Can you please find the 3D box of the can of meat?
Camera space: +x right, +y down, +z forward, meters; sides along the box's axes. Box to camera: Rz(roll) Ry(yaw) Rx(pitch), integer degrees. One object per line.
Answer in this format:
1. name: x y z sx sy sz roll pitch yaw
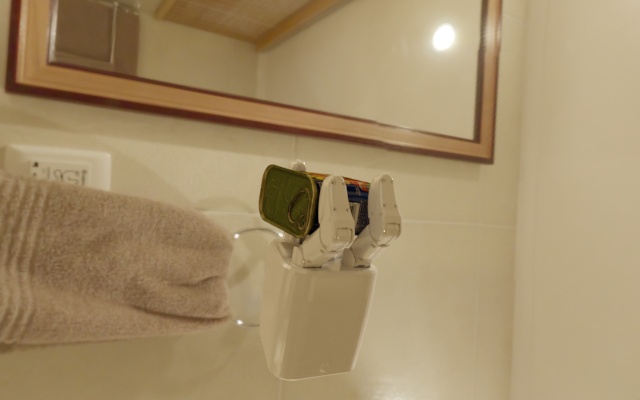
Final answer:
1. can of meat: 0.000 0.001 0.464 0.084 0.057 0.102 5 8 -33
